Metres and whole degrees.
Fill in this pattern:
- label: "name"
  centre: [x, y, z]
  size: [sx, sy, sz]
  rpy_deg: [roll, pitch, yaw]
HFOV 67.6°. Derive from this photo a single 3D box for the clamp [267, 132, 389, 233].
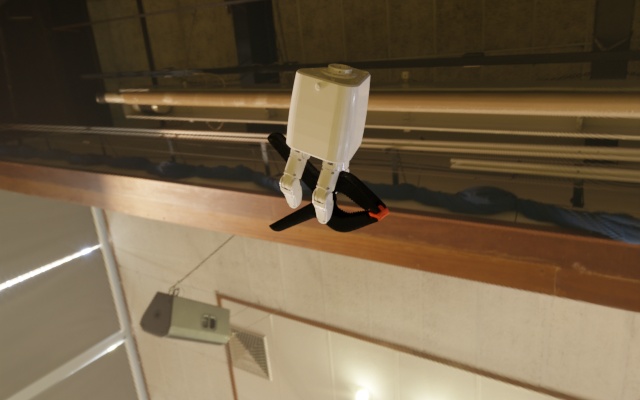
- label: "clamp"
  centre: [0.001, 0.002, 0.718]
  size: [0.210, 0.165, 0.036]
  rpy_deg: [23, 32, 26]
